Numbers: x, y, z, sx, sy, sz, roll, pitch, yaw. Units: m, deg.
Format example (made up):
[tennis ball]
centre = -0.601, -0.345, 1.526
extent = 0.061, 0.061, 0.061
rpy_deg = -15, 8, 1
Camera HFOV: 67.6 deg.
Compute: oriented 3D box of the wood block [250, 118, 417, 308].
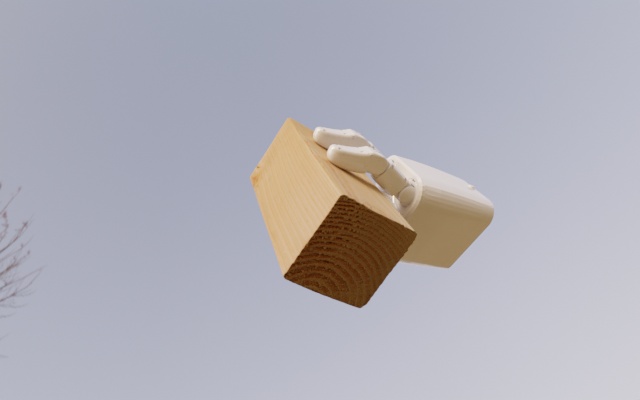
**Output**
[wood block]
centre = 0.000, 0.002, 0.492
extent = 0.090, 0.091, 0.206
rpy_deg = 27, 16, -27
